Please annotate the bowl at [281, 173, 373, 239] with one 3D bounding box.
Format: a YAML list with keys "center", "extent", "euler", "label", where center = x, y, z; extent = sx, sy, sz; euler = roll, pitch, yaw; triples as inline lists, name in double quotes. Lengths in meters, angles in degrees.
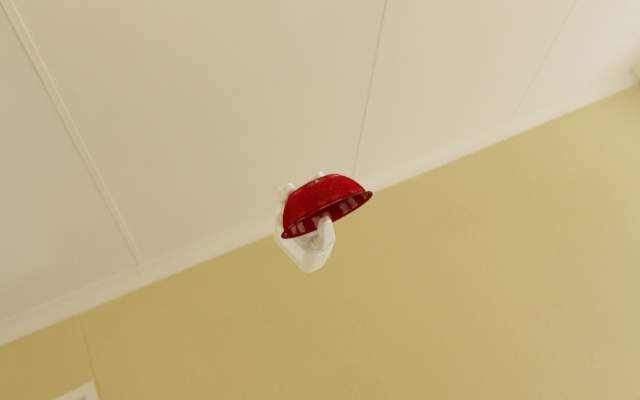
- center: [0.000, 0.002, 0.762]
  extent: [0.162, 0.055, 0.162]
  euler: [-25, -11, -5]
  label: "bowl"
